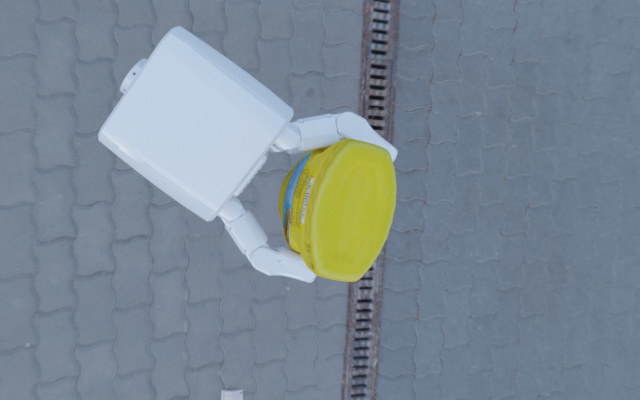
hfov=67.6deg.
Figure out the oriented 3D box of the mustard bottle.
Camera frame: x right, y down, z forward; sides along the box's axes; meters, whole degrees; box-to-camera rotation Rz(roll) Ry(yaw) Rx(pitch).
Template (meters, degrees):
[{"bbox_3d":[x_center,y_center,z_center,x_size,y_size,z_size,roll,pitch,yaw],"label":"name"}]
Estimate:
[{"bbox_3d":[0.000,0.001,0.404,0.058,0.096,0.191,12,1,-14],"label":"mustard bottle"}]
